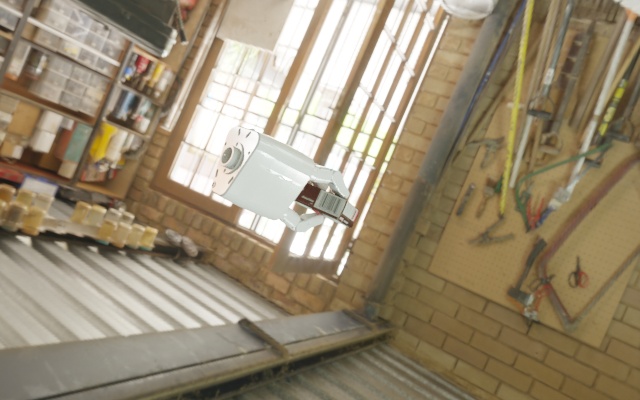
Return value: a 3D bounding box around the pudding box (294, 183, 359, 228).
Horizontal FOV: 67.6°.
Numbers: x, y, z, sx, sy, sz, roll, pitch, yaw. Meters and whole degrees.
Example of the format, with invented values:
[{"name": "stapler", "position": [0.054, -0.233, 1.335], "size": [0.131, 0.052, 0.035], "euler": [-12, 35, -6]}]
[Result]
[{"name": "pudding box", "position": [0.000, 0.003, 0.795], "size": [0.113, 0.039, 0.090], "euler": [26, -3, 21]}]
